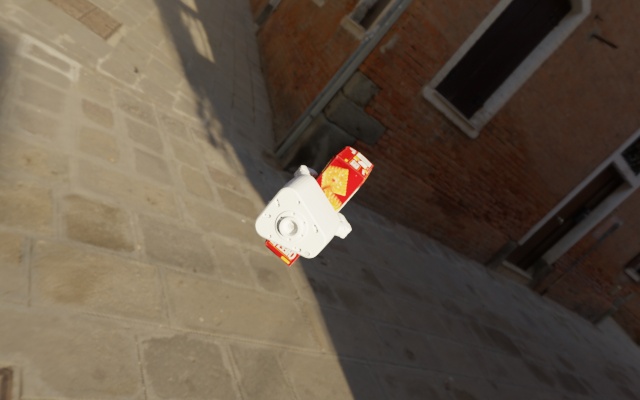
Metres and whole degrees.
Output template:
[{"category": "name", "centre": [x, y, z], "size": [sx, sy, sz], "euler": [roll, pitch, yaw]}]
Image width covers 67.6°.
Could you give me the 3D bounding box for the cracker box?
[{"category": "cracker box", "centre": [0.000, 0.003, 0.899], "size": [0.072, 0.214, 0.164], "euler": [41, 17, 0]}]
